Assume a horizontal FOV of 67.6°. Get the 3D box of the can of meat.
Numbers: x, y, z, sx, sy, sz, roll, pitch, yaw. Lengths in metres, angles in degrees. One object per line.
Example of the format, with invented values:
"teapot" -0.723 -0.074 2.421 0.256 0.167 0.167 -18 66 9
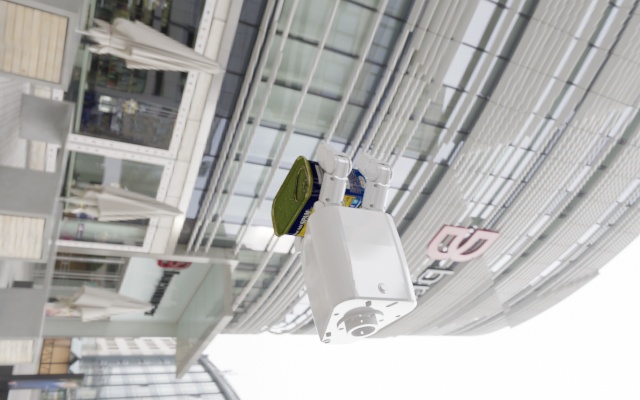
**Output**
"can of meat" 0.000 0.002 0.560 0.084 0.057 0.102 9 -44 -26
